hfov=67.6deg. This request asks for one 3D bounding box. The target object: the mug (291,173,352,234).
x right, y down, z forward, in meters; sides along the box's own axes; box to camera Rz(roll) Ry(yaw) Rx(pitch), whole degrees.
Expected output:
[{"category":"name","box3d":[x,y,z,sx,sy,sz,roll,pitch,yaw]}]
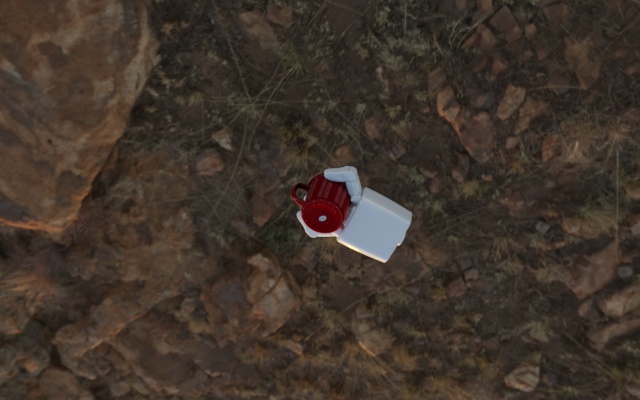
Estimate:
[{"category":"mug","box3d":[-0.001,0.002,0.898,0.117,0.093,0.081,26,37,-4]}]
